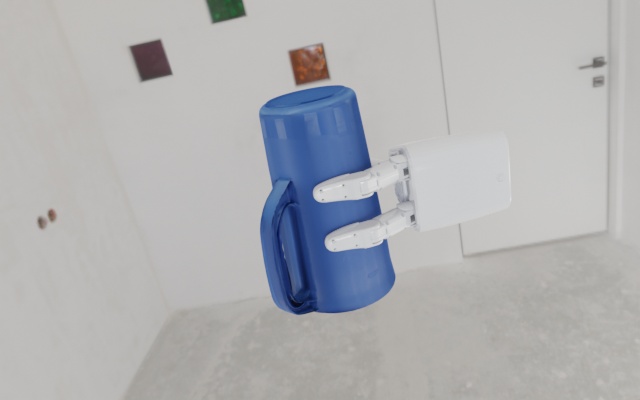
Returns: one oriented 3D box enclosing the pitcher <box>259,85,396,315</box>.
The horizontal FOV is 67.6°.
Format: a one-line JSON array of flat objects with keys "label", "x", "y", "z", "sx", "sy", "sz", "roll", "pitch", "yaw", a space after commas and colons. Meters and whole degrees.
[{"label": "pitcher", "x": 0.000, "y": 0.002, "z": 0.548, "sx": 0.145, "sy": 0.243, "sz": 0.149, "roll": -12, "pitch": 21, "yaw": 0}]
